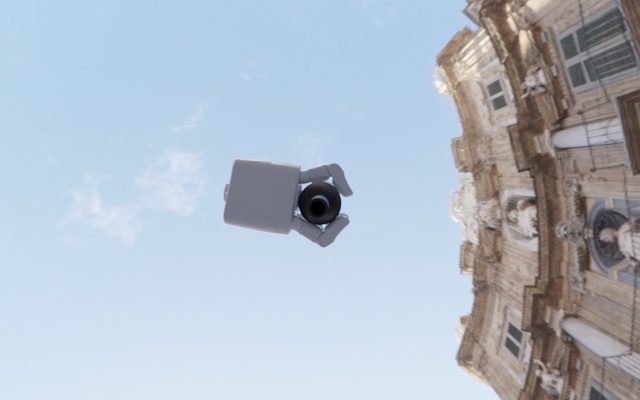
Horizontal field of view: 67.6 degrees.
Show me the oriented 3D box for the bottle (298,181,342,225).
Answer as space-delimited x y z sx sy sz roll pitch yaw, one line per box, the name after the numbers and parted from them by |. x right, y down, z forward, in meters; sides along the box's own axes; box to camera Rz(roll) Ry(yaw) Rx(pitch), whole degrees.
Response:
0.000 0.002 0.764 0.069 0.069 0.295 0 3 1 | bottle
